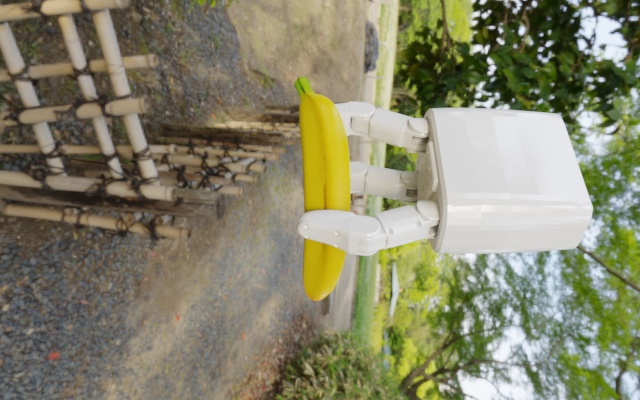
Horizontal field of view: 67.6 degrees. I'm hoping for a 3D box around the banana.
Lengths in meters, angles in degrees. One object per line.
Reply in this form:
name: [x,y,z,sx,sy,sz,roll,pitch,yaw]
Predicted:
banana: [0.003,0.003,0.386,0.037,0.198,0.069,-3,17,-7]
